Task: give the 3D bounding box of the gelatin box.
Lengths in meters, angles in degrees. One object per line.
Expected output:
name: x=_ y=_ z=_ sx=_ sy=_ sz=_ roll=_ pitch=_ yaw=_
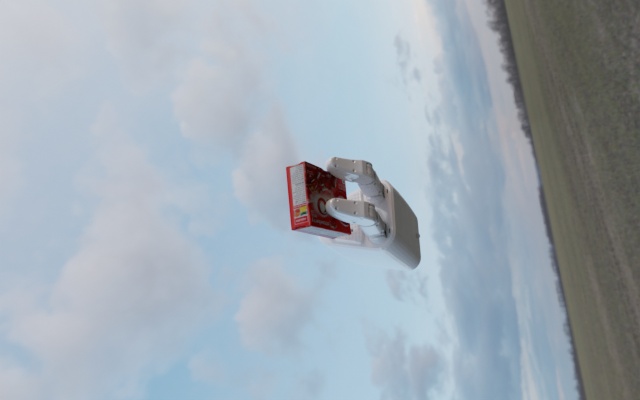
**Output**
gelatin box: x=0.000 y=0.002 z=0.545 sx=0.030 sy=0.073 sz=0.089 roll=-15 pitch=-18 yaw=31
